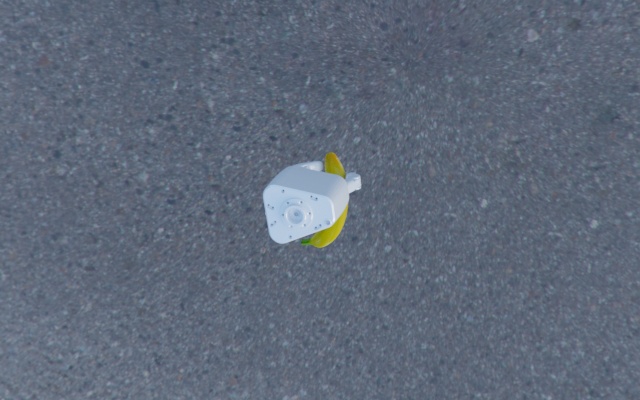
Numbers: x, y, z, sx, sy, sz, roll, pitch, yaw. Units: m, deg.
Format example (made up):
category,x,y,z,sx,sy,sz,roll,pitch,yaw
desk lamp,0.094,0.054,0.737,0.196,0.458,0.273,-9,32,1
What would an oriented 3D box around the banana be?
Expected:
category,x,y,z,sx,sy,sz,roll,pitch,yaw
banana,0.017,0.012,0.871,0.069,0.198,0.037,21,23,8
